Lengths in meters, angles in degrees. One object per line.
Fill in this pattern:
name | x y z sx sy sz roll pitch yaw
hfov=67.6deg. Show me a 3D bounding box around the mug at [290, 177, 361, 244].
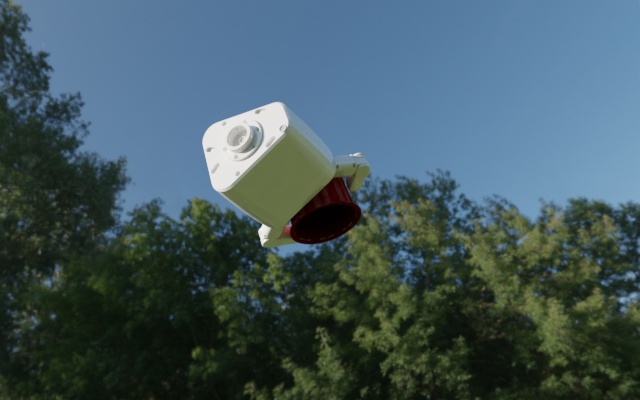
mug | 0.001 0.002 0.620 0.093 0.081 0.117 -29 -32 13
